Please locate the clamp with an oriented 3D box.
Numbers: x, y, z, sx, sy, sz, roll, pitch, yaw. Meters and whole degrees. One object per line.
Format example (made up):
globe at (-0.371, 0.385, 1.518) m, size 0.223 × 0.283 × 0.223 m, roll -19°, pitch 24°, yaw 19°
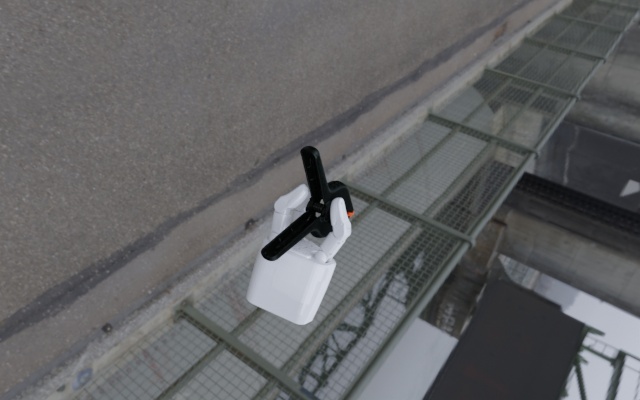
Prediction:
clamp at (0.001, 0.003, 0.713) m, size 0.036 × 0.164 × 0.210 m, roll 26°, pitch 14°, yaw 26°
